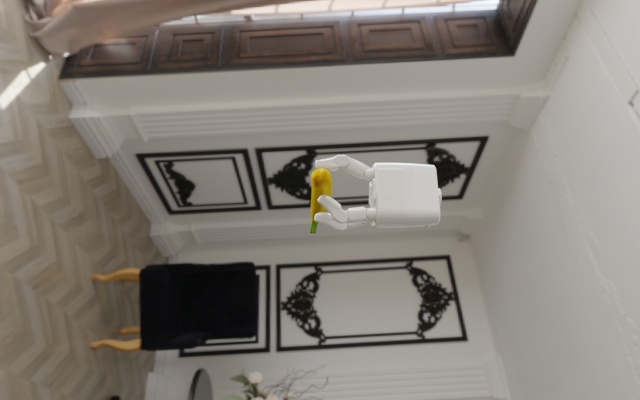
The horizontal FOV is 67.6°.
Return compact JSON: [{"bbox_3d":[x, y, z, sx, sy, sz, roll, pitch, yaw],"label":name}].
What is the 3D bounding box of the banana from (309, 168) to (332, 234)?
[{"bbox_3d":[0.001,-0.012,0.853,0.037,0.069,0.198,3,-30,0],"label":"banana"}]
